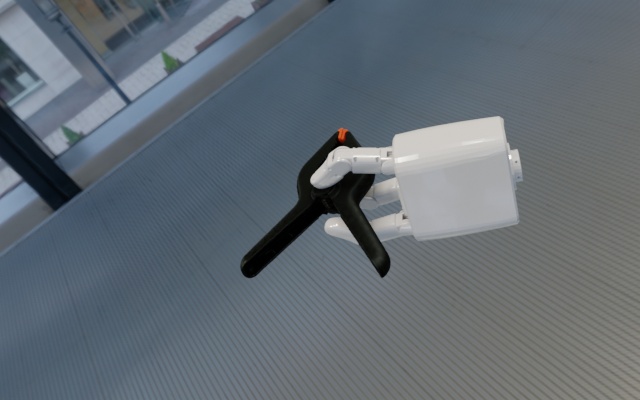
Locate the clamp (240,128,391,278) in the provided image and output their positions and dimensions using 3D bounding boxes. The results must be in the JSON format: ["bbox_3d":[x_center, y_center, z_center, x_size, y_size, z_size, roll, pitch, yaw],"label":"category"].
[{"bbox_3d":[0.000,0.001,0.535,0.164,0.209,0.036,-9,-43,20],"label":"clamp"}]
